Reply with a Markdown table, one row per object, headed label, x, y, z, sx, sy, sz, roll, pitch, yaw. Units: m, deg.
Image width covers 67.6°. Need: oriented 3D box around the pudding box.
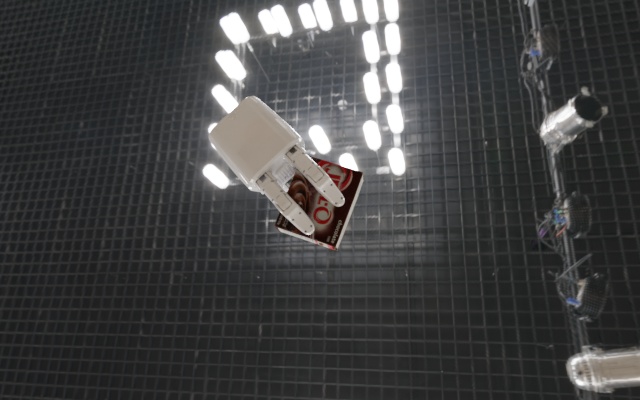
| label | x | y | z | sx | sy | sz | roll | pitch | yaw |
| --- | --- | --- | --- | --- | --- | --- | --- | --- | --- |
| pudding box | 0.000 | 0.002 | 0.657 | 0.090 | 0.113 | 0.039 | 18 | -11 | 13 |
